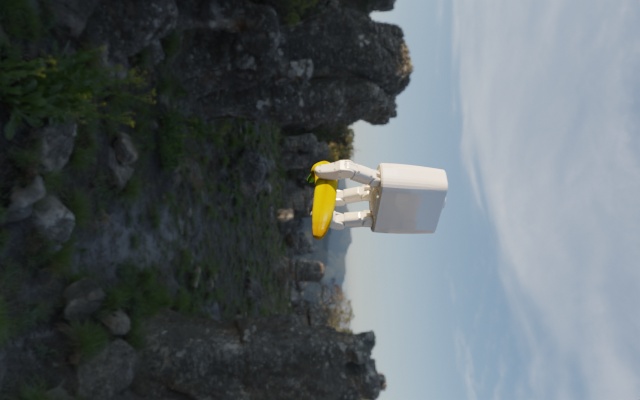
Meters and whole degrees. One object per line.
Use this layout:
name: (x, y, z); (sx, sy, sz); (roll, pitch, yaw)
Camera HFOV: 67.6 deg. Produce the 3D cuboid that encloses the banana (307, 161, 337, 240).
banana: (0.005, -0.015, 0.764); (0.037, 0.070, 0.197); (12, 27, -9)
